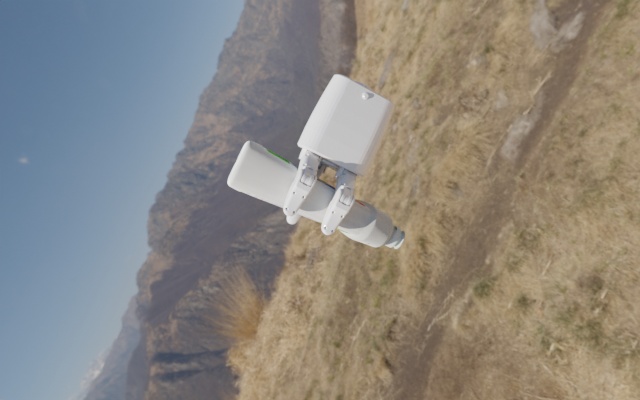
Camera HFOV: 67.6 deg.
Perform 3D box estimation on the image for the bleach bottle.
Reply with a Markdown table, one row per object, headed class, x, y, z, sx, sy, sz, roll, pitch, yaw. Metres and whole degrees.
| class | x | y | z | sx | sy | sz | roll | pitch | yaw |
| --- | --- | --- | --- | --- | --- | --- | --- | --- | --- |
| bleach bottle | 0.000 | 0.002 | 0.656 | 0.251 | 0.068 | 0.102 | 26 | 1 | -13 |
